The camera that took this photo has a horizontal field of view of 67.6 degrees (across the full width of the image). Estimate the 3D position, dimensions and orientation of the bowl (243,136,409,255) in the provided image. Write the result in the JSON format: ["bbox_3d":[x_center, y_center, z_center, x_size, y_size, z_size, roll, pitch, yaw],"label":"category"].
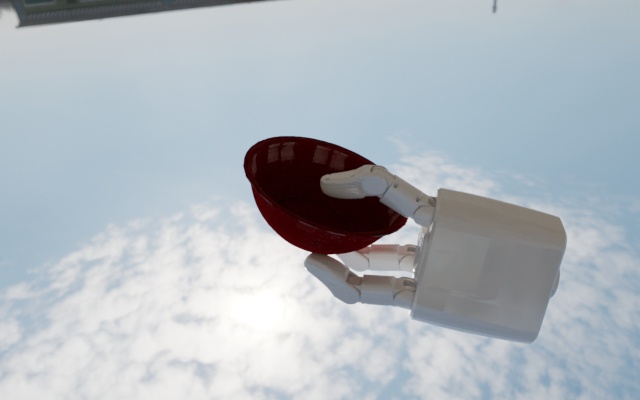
[{"bbox_3d":[-0.001,0.001,0.457,0.162,0.055,0.162,16,32,-10],"label":"bowl"}]
